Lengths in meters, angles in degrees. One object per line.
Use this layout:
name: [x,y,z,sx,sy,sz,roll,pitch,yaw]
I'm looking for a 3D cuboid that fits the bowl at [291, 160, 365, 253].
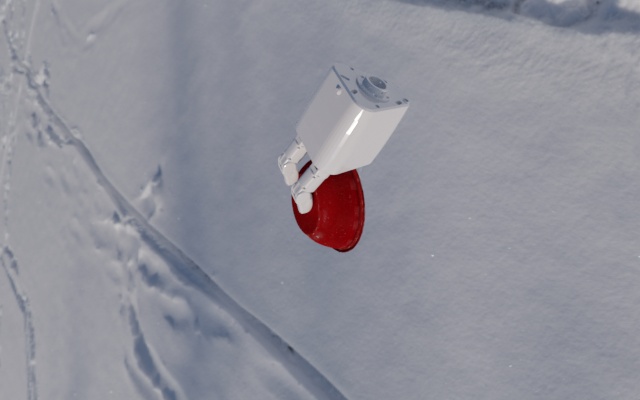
bowl: [-0.001,0.003,0.710,0.055,0.162,0.162,-9,4,-27]
